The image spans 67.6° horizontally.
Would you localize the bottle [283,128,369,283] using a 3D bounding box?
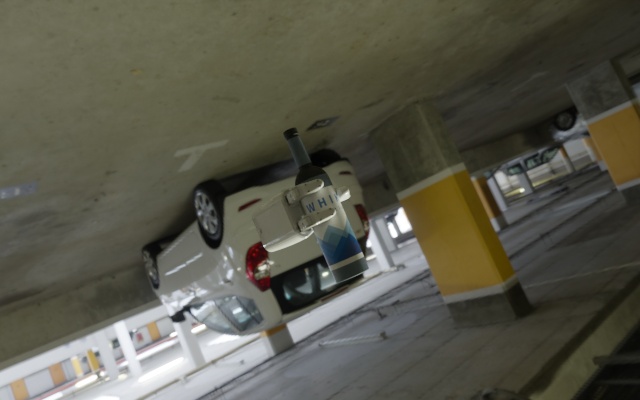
[{"bbox_3d":[0.000,0.003,0.883,0.069,0.295,0.069,-23,-6,-2],"label":"bottle"}]
